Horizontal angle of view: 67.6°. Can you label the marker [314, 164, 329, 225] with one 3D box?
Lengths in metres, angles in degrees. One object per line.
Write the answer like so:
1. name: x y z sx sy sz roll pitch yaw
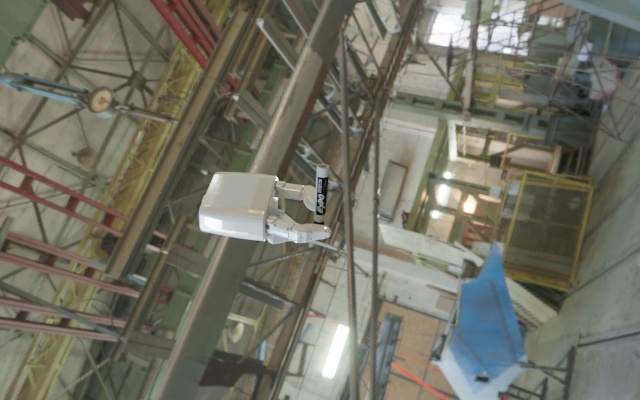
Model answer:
1. marker: 0.000 0.002 0.734 0.020 0.121 0.020 3 27 -2
